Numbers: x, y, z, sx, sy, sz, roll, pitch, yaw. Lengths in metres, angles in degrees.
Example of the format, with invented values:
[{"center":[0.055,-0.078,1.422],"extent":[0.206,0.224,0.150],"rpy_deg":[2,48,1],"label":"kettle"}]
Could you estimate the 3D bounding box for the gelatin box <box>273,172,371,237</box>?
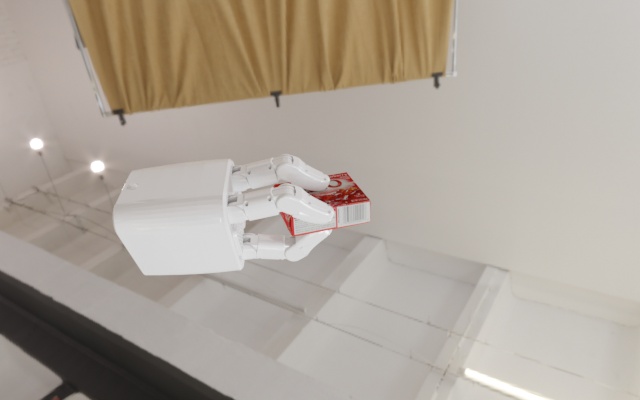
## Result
[{"center":[0.000,0.002,0.515],"extent":[0.089,0.030,0.073],"rpy_deg":[-10,29,-14],"label":"gelatin box"}]
